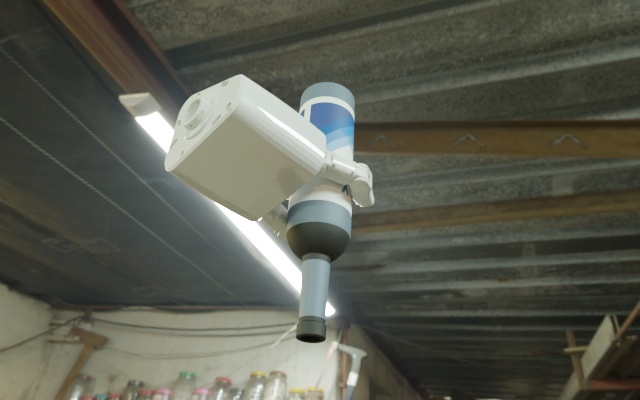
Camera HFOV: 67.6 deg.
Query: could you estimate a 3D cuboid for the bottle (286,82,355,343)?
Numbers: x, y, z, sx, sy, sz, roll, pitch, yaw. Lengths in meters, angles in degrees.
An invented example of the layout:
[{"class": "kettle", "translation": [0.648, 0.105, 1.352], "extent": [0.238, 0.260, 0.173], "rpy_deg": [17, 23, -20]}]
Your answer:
[{"class": "bottle", "translation": [0.000, 0.001, 0.509], "extent": [0.069, 0.295, 0.069], "rpy_deg": [3, -33, 2]}]
